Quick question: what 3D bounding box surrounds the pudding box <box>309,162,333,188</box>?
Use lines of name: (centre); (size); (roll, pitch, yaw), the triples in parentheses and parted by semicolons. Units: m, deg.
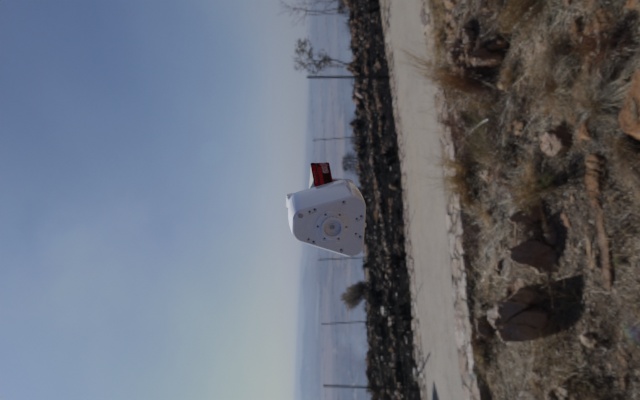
pudding box: (0.000, 0.003, 0.842); (0.039, 0.114, 0.090); (1, 41, -8)
